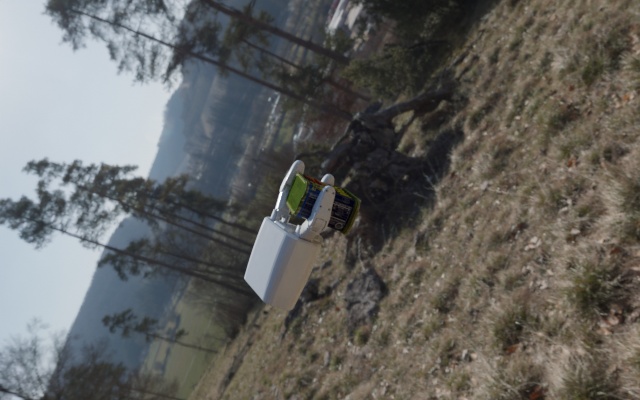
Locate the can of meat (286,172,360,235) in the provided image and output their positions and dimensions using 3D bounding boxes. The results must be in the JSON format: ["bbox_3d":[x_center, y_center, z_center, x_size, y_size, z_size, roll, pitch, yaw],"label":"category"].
[{"bbox_3d":[0.000,0.002,0.705,0.084,0.057,0.102,20,8,-16],"label":"can of meat"}]
